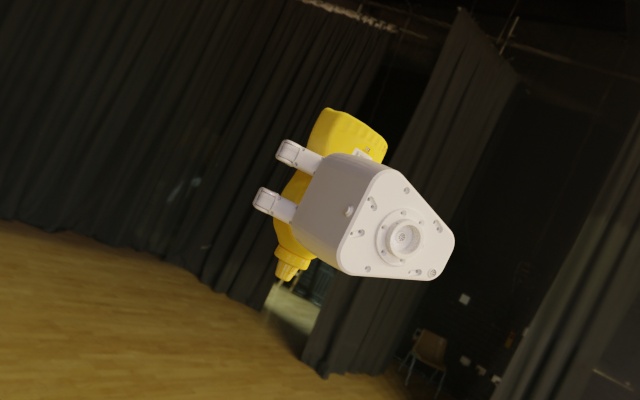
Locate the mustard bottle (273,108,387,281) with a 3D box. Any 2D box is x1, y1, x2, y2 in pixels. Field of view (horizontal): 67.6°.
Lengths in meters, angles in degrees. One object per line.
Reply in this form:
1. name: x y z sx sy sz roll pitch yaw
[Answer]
1. mustard bottle: 0.000 0.001 0.535 0.058 0.191 0.096 27 1 42
